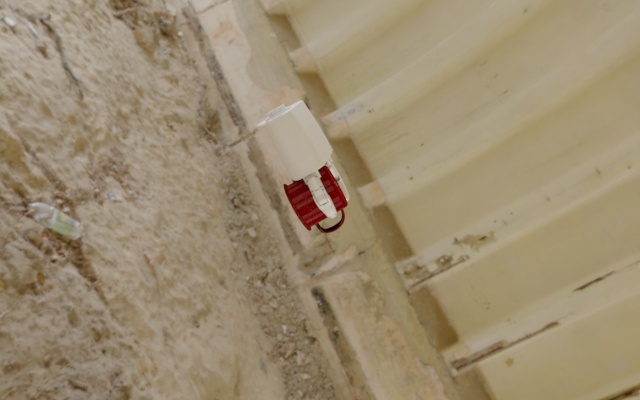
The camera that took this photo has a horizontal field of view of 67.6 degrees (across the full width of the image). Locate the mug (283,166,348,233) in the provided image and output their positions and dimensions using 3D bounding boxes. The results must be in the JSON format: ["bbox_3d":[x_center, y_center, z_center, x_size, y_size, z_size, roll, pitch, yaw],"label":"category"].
[{"bbox_3d":[0.001,0.004,0.825,0.081,0.117,0.093,-29,14,5],"label":"mug"}]
